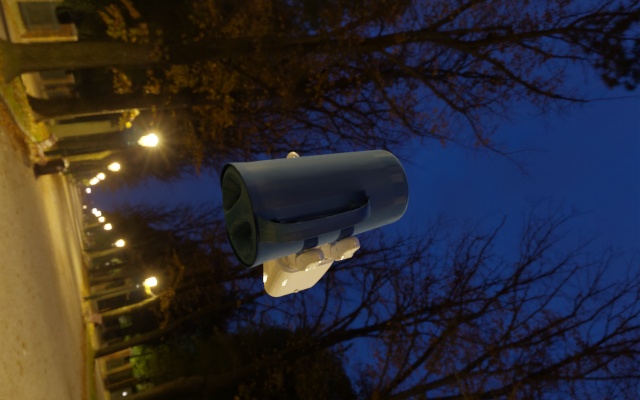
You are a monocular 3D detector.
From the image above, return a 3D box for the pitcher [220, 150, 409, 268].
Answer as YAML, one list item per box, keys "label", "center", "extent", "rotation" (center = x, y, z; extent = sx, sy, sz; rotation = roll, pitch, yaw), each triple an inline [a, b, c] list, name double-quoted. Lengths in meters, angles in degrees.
- label: "pitcher"
  center: [0.000, 0.002, 0.636]
  extent: [0.243, 0.149, 0.145]
  rotation: [-12, -29, -26]
